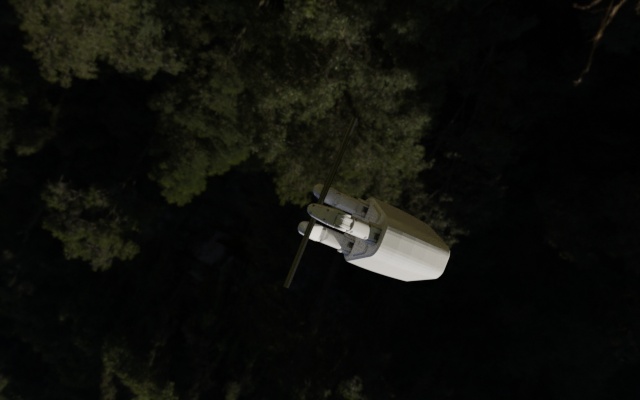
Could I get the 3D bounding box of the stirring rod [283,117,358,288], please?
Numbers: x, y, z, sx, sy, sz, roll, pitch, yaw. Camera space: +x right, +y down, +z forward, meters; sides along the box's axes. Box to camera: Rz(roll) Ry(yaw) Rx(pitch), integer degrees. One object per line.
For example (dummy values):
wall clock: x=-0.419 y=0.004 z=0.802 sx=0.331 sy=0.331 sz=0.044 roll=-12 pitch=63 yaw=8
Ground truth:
stirring rod: x=0.000 y=0.002 z=0.629 sx=0.011 sy=0.239 sz=0.011 roll=22 pitch=-2 yaw=1
